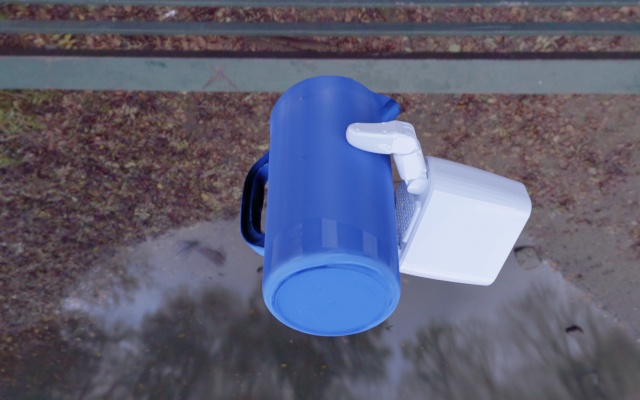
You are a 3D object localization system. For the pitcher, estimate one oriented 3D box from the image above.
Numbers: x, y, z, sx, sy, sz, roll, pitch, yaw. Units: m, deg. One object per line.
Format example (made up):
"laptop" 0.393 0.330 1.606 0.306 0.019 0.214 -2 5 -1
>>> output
"pitcher" 0.000 0.001 0.456 0.145 0.149 0.242 12 42 -10
